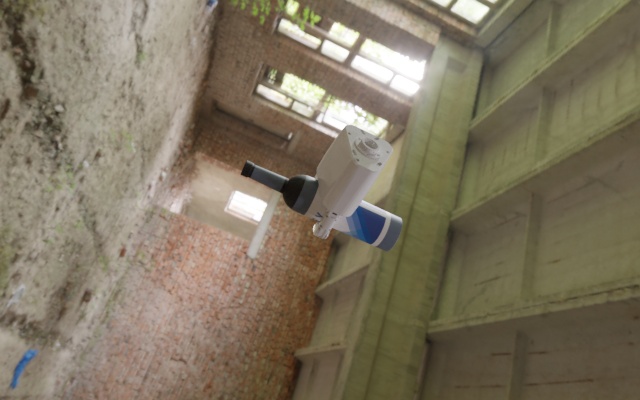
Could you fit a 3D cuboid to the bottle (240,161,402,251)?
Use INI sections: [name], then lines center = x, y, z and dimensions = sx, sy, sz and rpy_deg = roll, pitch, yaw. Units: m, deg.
[bottle]
center = 0.000, 0.003, 0.844
dimensions = 0.296, 0.069, 0.069
rpy_deg = 24, -4, -10
